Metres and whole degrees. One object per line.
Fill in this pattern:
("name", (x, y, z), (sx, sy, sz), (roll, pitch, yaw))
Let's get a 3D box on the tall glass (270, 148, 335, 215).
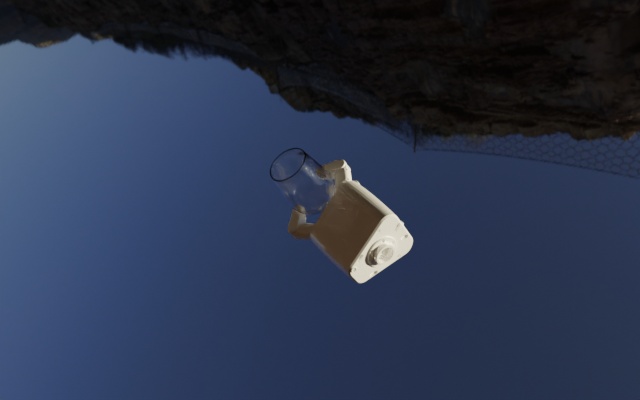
("tall glass", (0.000, 0.003, 0.761), (0.079, 0.079, 0.201), (0, -34, 36))
